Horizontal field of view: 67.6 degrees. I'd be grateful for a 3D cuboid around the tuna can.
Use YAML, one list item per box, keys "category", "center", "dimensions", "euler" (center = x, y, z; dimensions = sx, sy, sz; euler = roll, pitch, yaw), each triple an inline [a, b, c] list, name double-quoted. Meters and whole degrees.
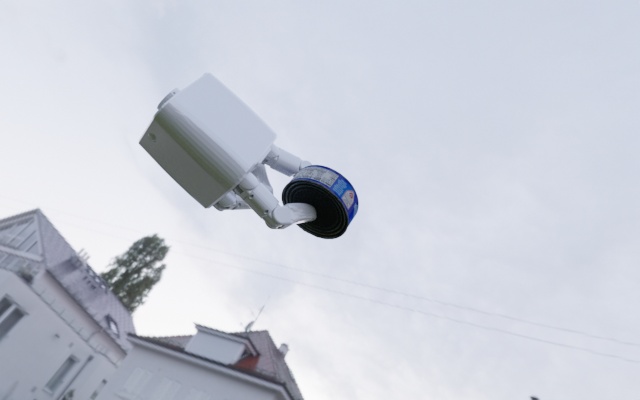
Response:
- category: "tuna can"
  center: [0.000, 0.001, 0.550]
  dimensions: [0.086, 0.086, 0.033]
  euler: [0, 38, 36]
